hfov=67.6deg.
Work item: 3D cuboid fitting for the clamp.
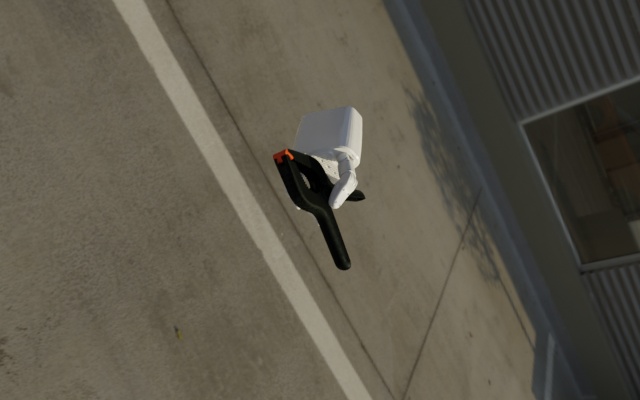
[{"bbox_3d":[0.000,0.002,0.755,0.036,0.164,0.210,-20,-45,34],"label":"clamp"}]
